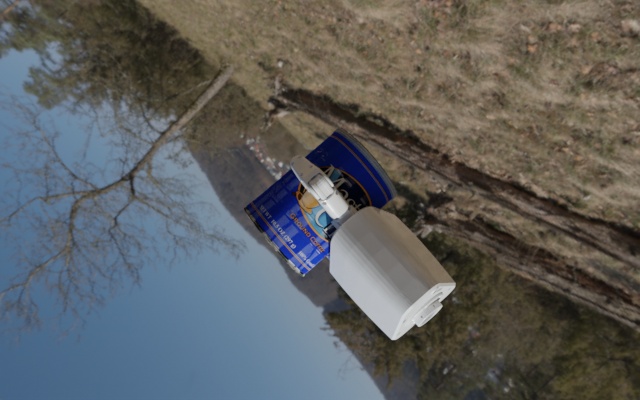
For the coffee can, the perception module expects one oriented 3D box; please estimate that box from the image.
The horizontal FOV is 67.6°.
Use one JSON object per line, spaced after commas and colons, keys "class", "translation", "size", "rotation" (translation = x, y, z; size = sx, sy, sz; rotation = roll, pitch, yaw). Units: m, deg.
{"class": "coffee can", "translation": [0.000, 0.002, 0.540], "size": [0.140, 0.103, 0.103], "rotation": [-41, 3, -3]}
